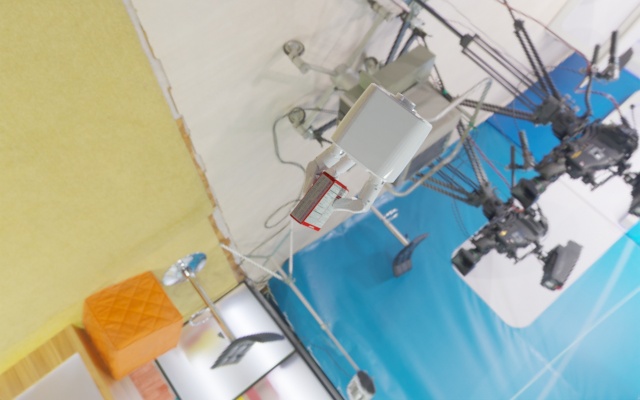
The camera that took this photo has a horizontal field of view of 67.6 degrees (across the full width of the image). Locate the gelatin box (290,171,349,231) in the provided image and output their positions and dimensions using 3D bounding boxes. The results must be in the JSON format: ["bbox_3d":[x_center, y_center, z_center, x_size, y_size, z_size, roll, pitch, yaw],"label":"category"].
[{"bbox_3d":[0.000,0.003,0.762,0.030,0.089,0.073,39,4,24],"label":"gelatin box"}]
